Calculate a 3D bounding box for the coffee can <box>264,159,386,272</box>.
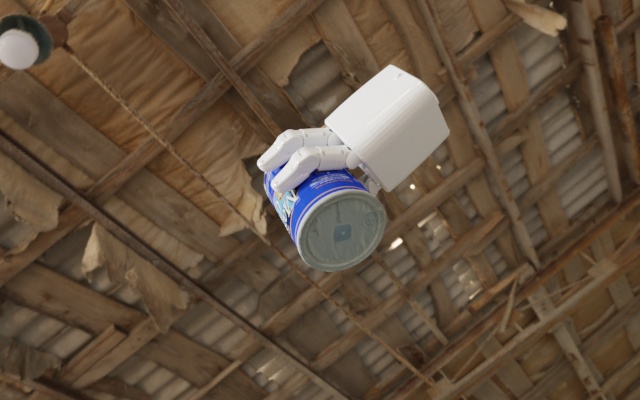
[{"bbox_3d":[0.000,0.002,0.565,0.103,0.103,0.140,0,29,-24],"label":"coffee can"}]
